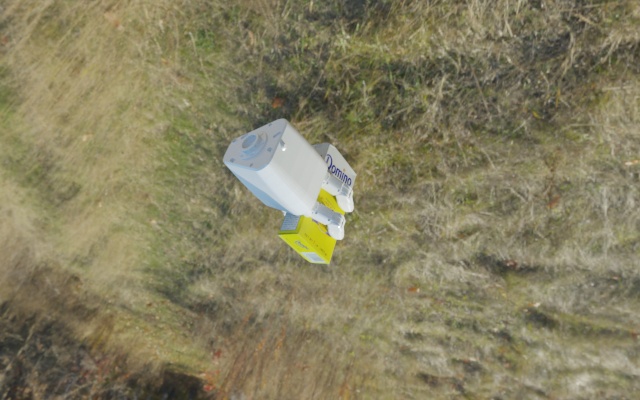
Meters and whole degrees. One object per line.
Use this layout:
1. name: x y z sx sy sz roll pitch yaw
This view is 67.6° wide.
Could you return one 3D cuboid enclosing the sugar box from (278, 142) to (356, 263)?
1. sugar box: 0.000 0.002 0.763 0.048 0.176 0.093 -3 -36 37
